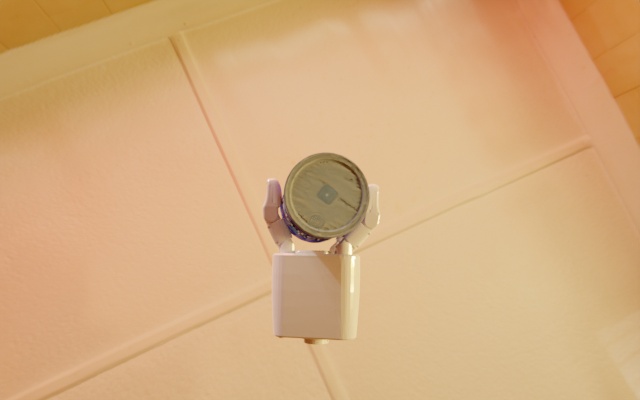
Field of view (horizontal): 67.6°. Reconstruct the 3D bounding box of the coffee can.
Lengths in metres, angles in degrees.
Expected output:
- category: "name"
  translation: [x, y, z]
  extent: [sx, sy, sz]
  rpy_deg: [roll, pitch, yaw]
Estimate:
- category: "coffee can"
  translation: [0.000, 0.002, 0.629]
  extent: [0.103, 0.103, 0.140]
  rpy_deg: [0, -7, -7]
